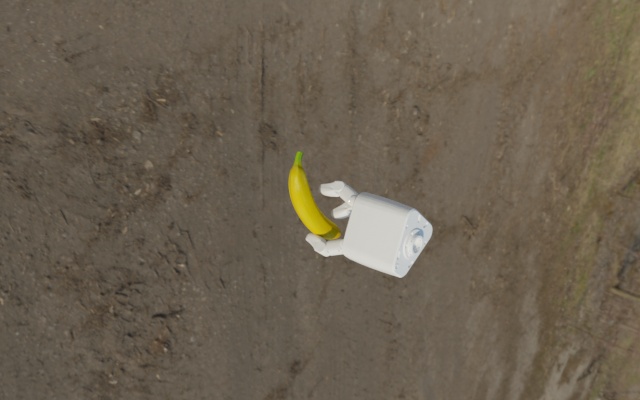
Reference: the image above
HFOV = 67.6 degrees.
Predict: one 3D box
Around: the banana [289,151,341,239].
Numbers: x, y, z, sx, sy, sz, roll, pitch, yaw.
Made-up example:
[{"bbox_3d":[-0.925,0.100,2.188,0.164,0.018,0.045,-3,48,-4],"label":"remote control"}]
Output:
[{"bbox_3d":[-0.012,0.012,0.840,0.037,0.198,0.069,14,50,42],"label":"banana"}]
